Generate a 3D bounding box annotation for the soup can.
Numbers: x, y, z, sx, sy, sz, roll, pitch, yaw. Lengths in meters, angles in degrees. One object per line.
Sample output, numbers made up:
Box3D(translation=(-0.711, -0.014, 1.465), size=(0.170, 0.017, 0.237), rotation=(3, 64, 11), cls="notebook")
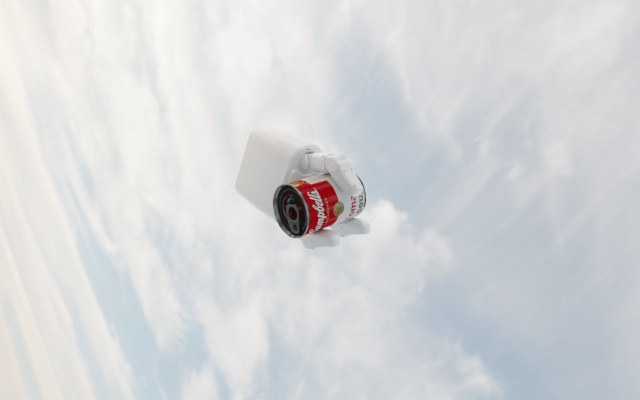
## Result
Box3D(translation=(0.001, 0.002, 0.606), size=(0.102, 0.068, 0.068), rotation=(-17, 11, -39), cls="soup can")
